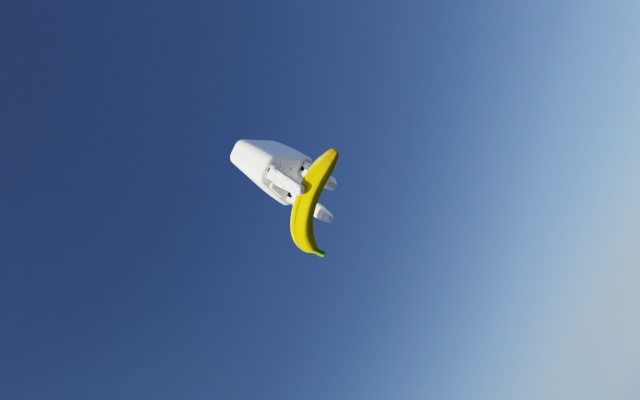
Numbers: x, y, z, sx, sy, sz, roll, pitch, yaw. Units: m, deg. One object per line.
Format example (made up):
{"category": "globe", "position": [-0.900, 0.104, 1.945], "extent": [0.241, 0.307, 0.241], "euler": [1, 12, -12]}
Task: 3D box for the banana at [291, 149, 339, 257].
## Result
{"category": "banana", "position": [-0.015, 0.009, 0.794], "extent": [0.069, 0.198, 0.037], "euler": [-11, 31, -38]}
